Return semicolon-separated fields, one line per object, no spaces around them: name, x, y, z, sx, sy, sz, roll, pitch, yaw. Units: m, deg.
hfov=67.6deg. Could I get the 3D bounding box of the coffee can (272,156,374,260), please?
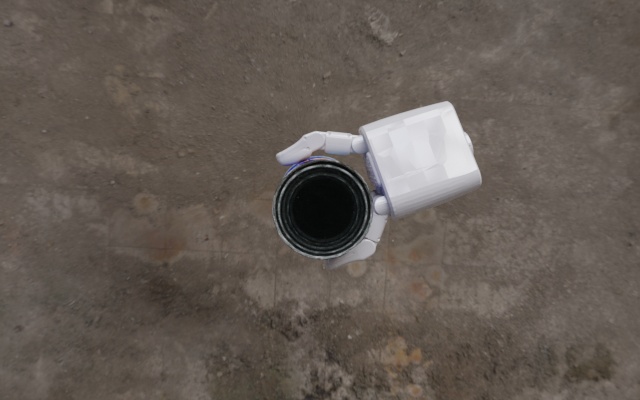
coffee can;0.000;0.002;0.547;0.103;0.103;0.140;0;6;-2
